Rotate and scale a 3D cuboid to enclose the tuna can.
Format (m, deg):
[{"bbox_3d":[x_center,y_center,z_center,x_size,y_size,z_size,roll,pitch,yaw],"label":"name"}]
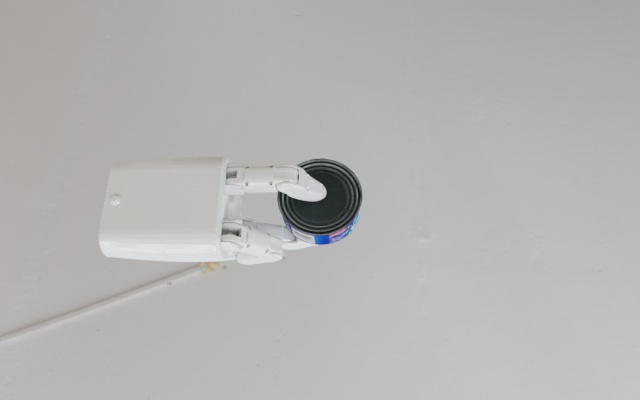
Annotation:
[{"bbox_3d":[0.000,0.002,0.493,0.086,0.086,0.034,0,-25,3],"label":"tuna can"}]
